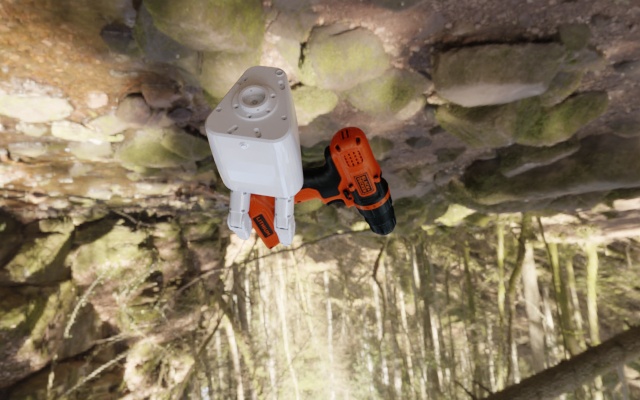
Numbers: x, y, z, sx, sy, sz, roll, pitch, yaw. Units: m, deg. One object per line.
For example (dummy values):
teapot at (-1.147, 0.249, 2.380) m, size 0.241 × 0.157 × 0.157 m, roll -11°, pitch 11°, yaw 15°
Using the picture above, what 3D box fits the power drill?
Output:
power drill at (0.000, 0.002, 0.649) m, size 0.187 × 0.185 × 0.057 m, roll -20°, pitch 39°, yaw 9°
